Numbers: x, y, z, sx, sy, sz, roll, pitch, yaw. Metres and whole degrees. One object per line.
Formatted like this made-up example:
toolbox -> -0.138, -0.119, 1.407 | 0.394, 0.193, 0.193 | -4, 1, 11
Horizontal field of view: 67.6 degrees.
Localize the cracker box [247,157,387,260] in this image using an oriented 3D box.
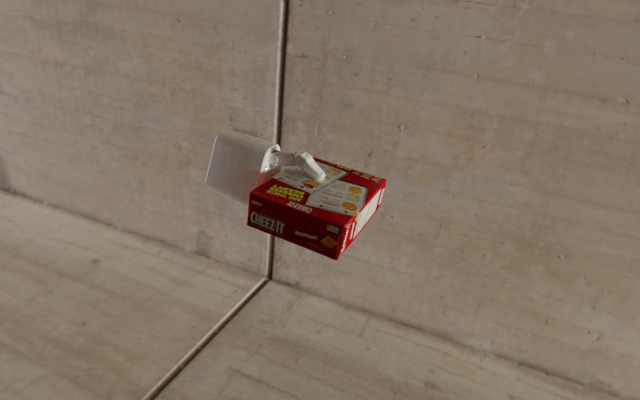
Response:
cracker box -> 0.000, 0.002, 0.810 | 0.164, 0.072, 0.213 | 19, 28, 17
